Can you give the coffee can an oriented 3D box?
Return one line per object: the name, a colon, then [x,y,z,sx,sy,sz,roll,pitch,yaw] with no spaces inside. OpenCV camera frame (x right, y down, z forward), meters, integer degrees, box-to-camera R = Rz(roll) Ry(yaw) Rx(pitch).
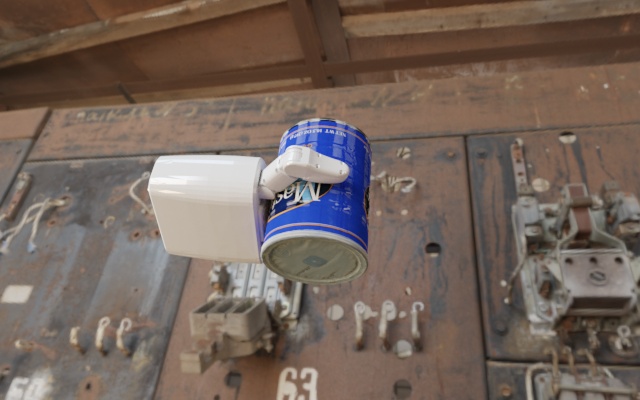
coffee can: [0.000,0.002,0.491,0.103,0.140,0.103,4,-33,3]
